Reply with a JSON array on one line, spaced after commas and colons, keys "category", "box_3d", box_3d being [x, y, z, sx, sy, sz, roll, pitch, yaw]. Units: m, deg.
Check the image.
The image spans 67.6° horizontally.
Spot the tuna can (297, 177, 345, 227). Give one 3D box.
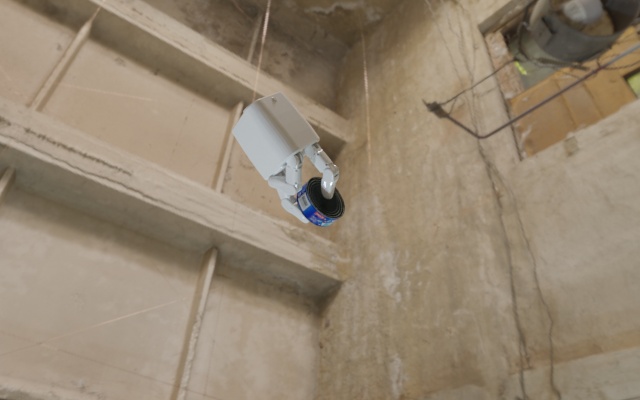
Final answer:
[{"category": "tuna can", "box_3d": [0.000, 0.003, 0.841, 0.086, 0.086, 0.034, 0, -31, -47]}]
